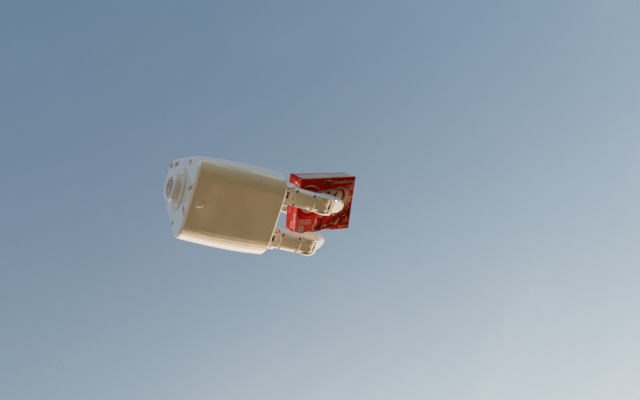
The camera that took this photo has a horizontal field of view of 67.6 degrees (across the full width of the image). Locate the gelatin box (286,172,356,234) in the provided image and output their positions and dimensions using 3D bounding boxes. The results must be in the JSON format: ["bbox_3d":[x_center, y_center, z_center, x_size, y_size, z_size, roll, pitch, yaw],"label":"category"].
[{"bbox_3d":[0.000,0.002,0.625,0.089,0.073,0.030,-4,19,-35],"label":"gelatin box"}]
